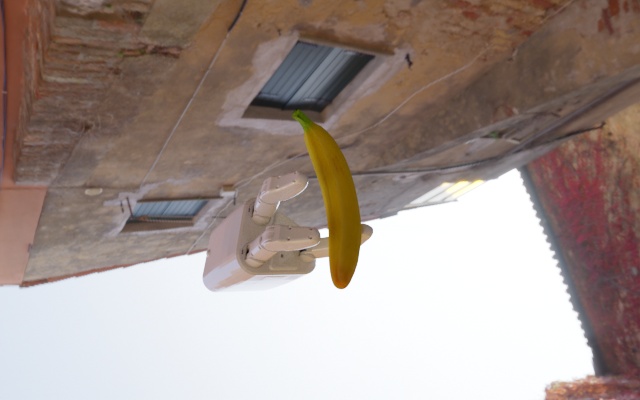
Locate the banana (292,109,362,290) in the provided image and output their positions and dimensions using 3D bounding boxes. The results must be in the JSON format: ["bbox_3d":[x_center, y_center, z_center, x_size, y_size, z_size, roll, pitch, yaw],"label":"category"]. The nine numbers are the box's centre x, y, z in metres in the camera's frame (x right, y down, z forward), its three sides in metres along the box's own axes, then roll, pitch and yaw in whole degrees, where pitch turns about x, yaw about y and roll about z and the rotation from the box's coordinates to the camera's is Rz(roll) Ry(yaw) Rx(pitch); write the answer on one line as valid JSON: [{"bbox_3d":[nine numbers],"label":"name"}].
[{"bbox_3d":[0.013,-0.002,0.523,0.069,0.197,0.037,-2,-19,-45],"label":"banana"}]
